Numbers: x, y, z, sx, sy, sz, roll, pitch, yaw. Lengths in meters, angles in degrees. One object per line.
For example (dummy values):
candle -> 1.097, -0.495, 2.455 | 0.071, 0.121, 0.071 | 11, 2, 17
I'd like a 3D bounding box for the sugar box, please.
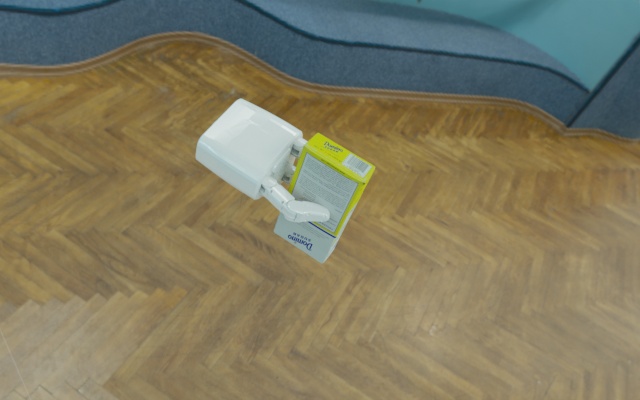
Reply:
sugar box -> 0.000, 0.002, 0.669 | 0.093, 0.176, 0.048 | 33, 46, 9
